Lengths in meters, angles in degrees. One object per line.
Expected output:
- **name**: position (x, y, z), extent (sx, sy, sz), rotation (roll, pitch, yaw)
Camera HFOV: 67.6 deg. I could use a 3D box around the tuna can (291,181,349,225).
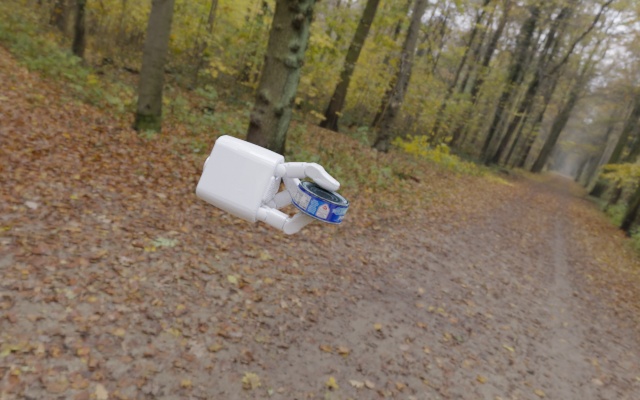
- **tuna can**: position (0.000, 0.002, 0.735), extent (0.086, 0.034, 0.086), rotation (23, 13, -6)
